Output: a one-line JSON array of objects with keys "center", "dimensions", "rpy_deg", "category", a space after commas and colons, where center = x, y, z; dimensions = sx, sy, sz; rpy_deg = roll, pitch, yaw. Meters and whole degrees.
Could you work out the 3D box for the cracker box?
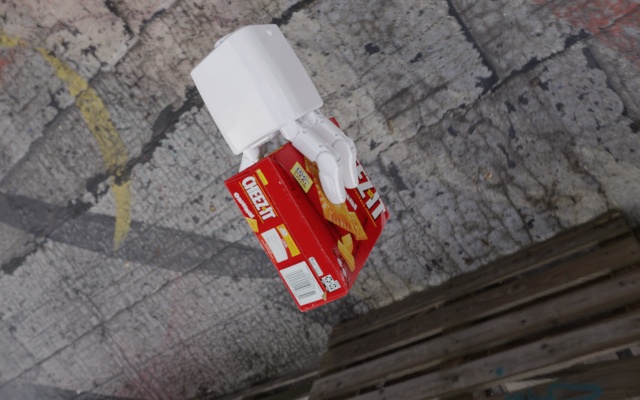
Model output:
[{"center": [0.000, 0.002, 0.573], "dimensions": [0.072, 0.164, 0.213], "rpy_deg": [-25, 10, 27], "category": "cracker box"}]
